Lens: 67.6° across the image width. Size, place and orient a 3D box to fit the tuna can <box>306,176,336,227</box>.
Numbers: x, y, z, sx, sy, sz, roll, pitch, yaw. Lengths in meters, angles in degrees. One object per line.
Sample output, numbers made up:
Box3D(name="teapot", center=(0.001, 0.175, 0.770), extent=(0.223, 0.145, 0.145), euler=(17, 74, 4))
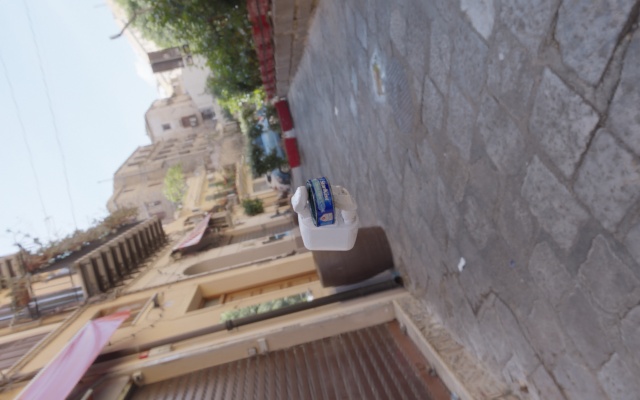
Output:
Box3D(name="tuna can", center=(0.000, 0.003, 0.834), extent=(0.034, 0.086, 0.086), euler=(-10, 1, -9))
